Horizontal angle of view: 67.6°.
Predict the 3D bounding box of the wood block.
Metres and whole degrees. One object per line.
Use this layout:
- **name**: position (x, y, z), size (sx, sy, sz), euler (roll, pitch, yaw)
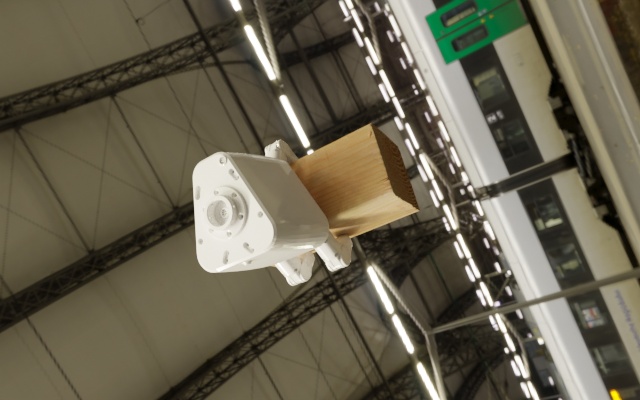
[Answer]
- **wood block**: position (0.000, 0.002, 0.579), size (0.206, 0.090, 0.090), euler (-24, -23, 23)
